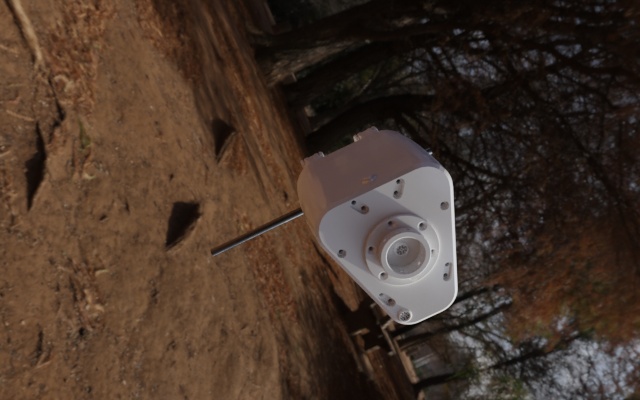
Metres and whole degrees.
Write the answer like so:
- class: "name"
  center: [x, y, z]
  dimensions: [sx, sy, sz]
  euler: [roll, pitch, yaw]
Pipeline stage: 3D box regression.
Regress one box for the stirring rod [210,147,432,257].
- class: "stirring rod"
  center: [0.000, 0.002, 0.477]
  dimensions: [0.239, 0.011, 0.011]
  euler: [-25, -1, 1]
